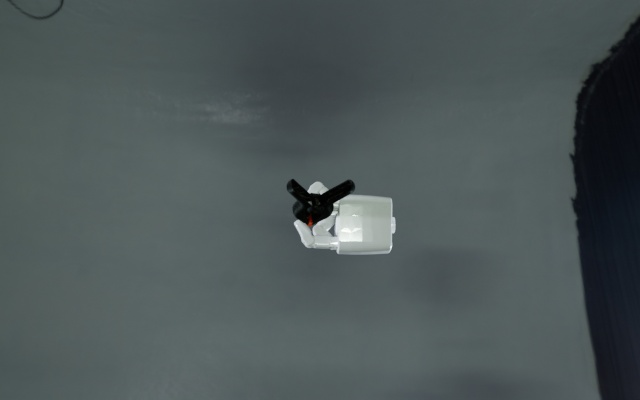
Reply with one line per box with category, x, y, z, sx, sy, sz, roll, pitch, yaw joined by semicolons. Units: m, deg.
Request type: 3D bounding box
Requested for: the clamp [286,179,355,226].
clamp;0.000;0.004;0.892;0.120;0.039;0.171;2;-22;0
